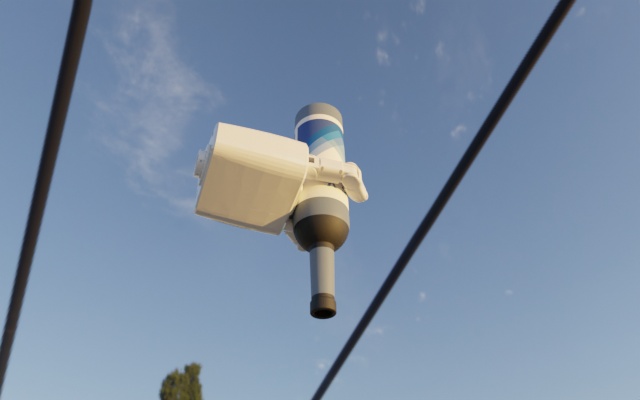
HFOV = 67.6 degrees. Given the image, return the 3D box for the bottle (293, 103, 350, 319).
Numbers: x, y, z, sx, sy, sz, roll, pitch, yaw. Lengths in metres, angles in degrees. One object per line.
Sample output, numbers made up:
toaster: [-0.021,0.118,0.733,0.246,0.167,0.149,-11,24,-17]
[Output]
bottle: [0.000,0.002,0.580,0.069,0.295,0.069,-1,-39,-1]
